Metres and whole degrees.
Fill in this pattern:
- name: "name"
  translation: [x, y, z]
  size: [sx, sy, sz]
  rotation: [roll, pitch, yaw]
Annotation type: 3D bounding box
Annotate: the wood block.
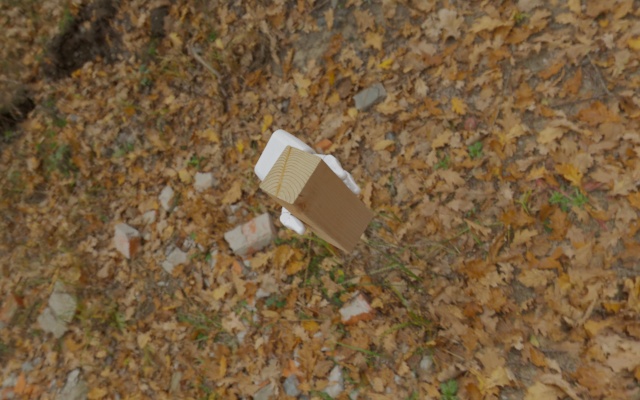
- name: "wood block"
  translation: [0.000, 0.003, 0.851]
  size: [0.090, 0.091, 0.206]
  rotation: [26, -11, 41]
